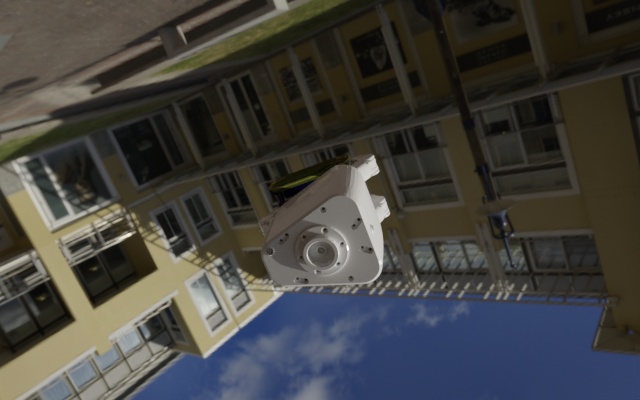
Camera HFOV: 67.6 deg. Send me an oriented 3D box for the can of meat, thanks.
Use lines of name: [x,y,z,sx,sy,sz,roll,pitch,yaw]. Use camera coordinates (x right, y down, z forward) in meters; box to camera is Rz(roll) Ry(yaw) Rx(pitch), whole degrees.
can of meat: [0.000,0.002,0.585,0.102,0.084,0.057,-20,14,6]
